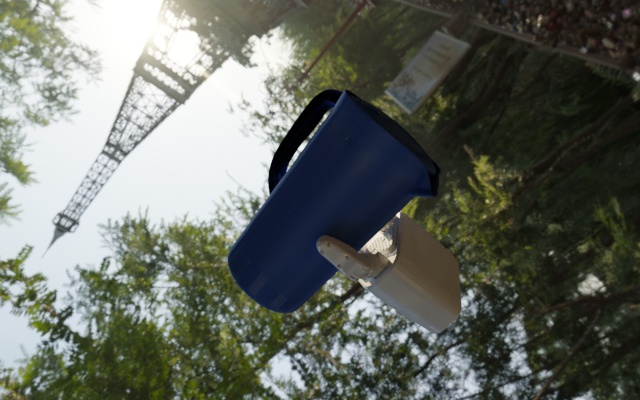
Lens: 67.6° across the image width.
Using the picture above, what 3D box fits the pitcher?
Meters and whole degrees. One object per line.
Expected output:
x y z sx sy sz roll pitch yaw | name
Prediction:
0.000 0.002 0.539 0.145 0.243 0.149 37 17 -15 | pitcher
